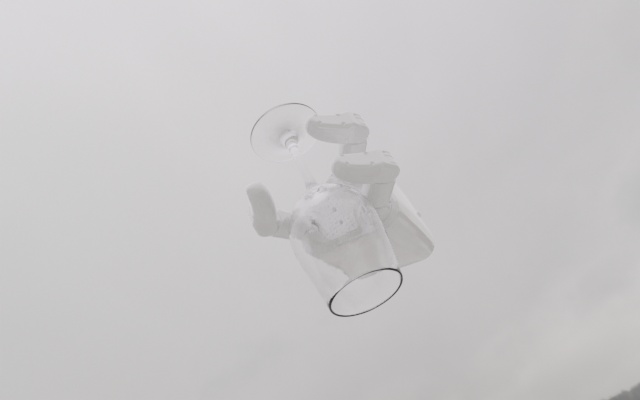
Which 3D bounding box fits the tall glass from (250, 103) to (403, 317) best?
[{"bbox_3d":[0.000,0.001,0.423,0.079,0.079,0.201,0,44,-29],"label":"tall glass"}]
